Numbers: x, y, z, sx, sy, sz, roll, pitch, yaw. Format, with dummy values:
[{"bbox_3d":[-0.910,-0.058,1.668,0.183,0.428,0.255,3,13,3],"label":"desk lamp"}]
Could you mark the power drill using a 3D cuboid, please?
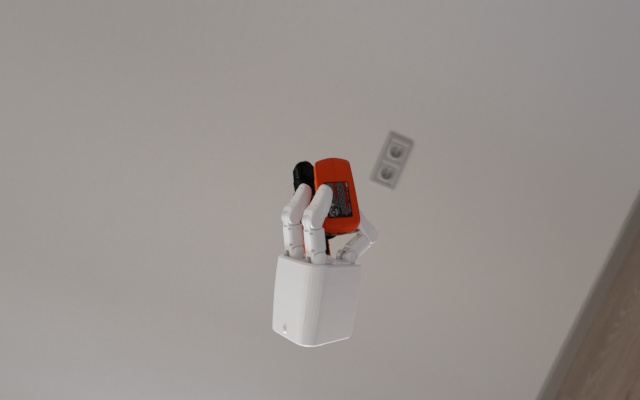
[{"bbox_3d":[0.000,0.003,0.728,0.057,0.184,0.188,-7,-15,-14],"label":"power drill"}]
